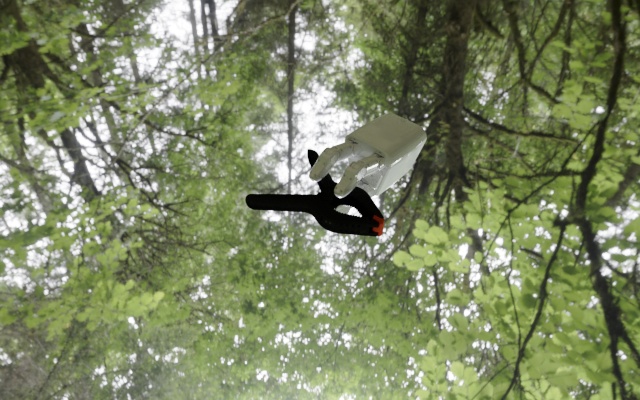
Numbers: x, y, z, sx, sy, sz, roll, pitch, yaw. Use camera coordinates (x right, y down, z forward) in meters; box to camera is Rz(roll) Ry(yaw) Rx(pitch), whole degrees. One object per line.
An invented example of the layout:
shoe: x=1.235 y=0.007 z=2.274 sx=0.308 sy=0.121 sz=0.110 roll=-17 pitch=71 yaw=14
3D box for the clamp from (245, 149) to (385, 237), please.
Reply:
clamp: x=0.001 y=0.003 z=0.734 sx=0.210 sy=0.036 sz=0.164 roll=34 pitch=54 yaw=31
